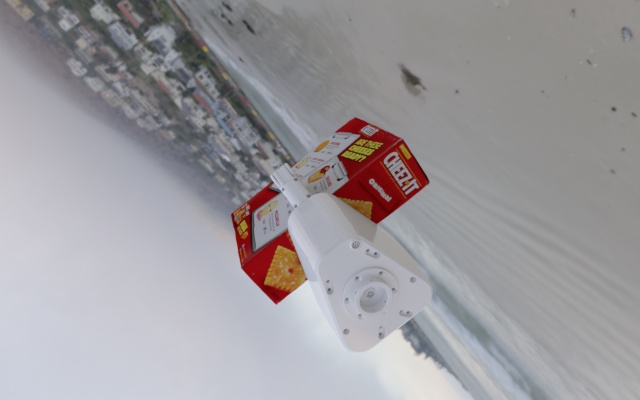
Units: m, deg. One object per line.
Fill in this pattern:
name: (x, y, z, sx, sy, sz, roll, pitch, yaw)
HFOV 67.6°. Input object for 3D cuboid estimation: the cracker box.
cracker box: (0.000, 0.002, 0.570, 0.213, 0.072, 0.164, -38, 23, 0)
